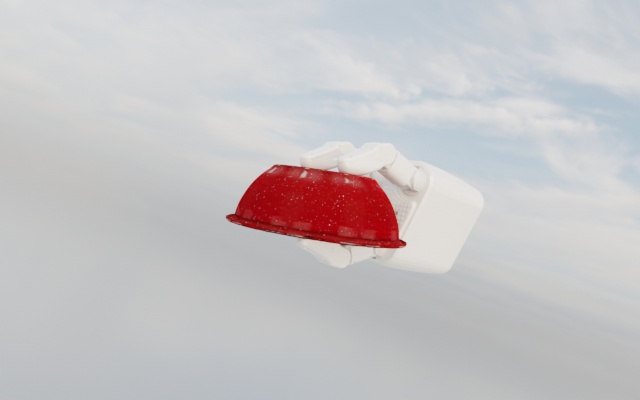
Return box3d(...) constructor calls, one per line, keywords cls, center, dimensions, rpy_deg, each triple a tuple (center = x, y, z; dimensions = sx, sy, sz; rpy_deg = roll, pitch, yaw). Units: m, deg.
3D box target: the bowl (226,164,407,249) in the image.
box3d(cls="bowl", center=(-0.001, 0.001, 0.425), dimensions=(0.162, 0.055, 0.162), rpy_deg=(8, 2, 0))
